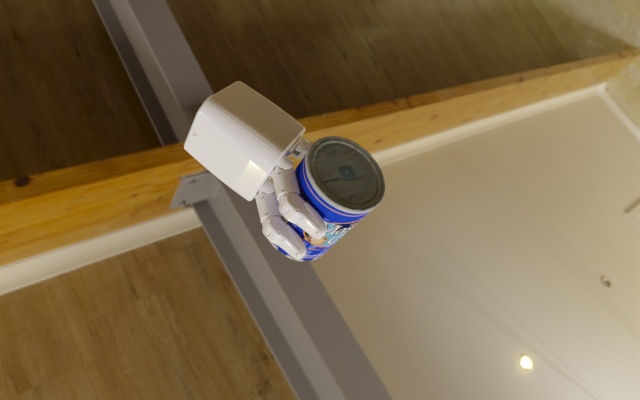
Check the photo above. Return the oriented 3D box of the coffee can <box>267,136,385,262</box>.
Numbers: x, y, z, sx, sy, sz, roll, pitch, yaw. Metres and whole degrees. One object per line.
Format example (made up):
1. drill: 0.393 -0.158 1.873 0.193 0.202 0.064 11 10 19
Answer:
1. coffee can: 0.000 0.002 0.597 0.103 0.102 0.140 0 -30 -31
